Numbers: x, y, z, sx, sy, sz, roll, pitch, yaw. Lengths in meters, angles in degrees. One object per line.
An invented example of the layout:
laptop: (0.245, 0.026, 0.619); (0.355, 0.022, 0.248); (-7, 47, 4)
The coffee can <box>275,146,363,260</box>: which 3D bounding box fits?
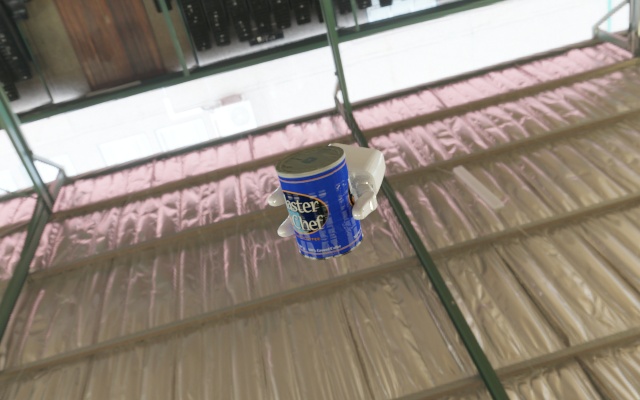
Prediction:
coffee can: (0.000, 0.002, 0.710); (0.103, 0.140, 0.102); (-12, 24, 5)
